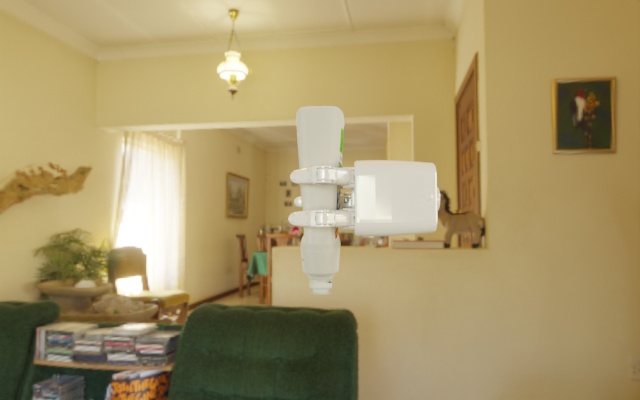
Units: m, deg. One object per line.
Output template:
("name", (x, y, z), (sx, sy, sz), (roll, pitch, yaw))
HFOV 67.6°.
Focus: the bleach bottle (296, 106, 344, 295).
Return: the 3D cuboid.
("bleach bottle", (0.000, 0.002, 0.668), (0.068, 0.251, 0.102), (0, -3, 3))
